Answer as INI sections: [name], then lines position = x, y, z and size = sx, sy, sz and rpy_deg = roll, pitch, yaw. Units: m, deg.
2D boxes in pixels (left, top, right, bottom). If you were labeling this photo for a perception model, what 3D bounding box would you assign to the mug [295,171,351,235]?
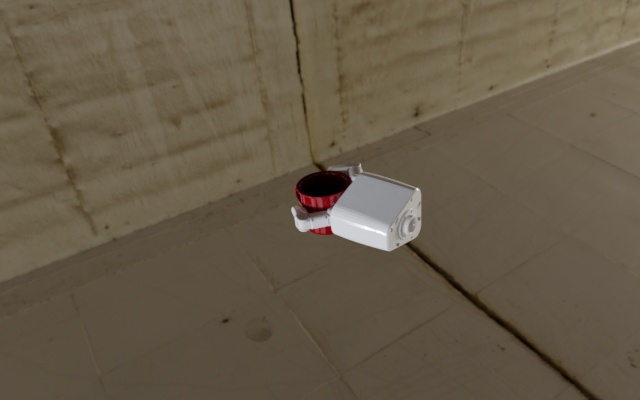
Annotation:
[mug]
position = -0.001, 0.003, 0.827
size = 0.117, 0.081, 0.093
rpy_deg = 18, 39, 37
